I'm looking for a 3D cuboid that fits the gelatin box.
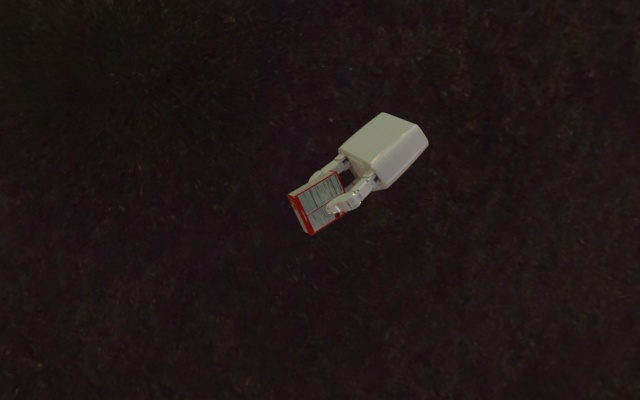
[{"bbox_3d":[0.000,0.003,0.782,0.089,0.073,0.030,-32,21,-19],"label":"gelatin box"}]
